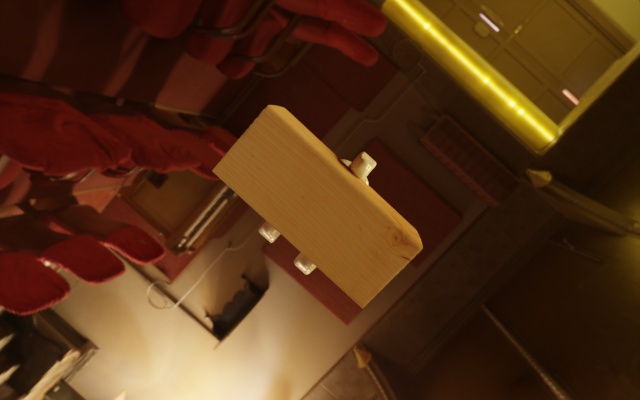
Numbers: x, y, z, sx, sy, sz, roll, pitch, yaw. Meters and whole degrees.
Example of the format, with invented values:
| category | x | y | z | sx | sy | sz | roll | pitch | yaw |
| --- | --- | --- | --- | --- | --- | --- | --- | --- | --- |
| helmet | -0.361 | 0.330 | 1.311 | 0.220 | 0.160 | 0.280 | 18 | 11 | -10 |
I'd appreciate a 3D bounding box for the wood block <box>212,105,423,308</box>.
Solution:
| category | x | y | z | sx | sy | sz | roll | pitch | yaw |
| --- | --- | --- | --- | --- | --- | --- | --- | --- | --- |
| wood block | 0.000 | 0.001 | 0.512 | 0.206 | 0.091 | 0.090 | 42 | 11 | -1 |
